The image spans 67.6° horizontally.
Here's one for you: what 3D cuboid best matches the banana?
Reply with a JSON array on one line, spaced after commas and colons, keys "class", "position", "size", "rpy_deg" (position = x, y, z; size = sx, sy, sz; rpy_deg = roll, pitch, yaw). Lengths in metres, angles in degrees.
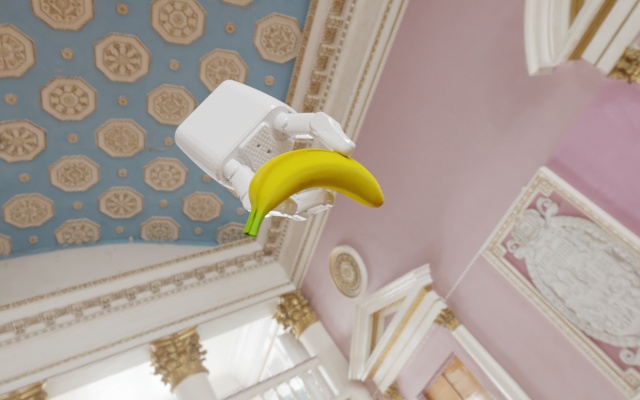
[{"class": "banana", "position": [-0.001, -0.016, 0.462], "size": [0.037, 0.070, 0.198], "rpy_deg": [16, 18, 41]}]
